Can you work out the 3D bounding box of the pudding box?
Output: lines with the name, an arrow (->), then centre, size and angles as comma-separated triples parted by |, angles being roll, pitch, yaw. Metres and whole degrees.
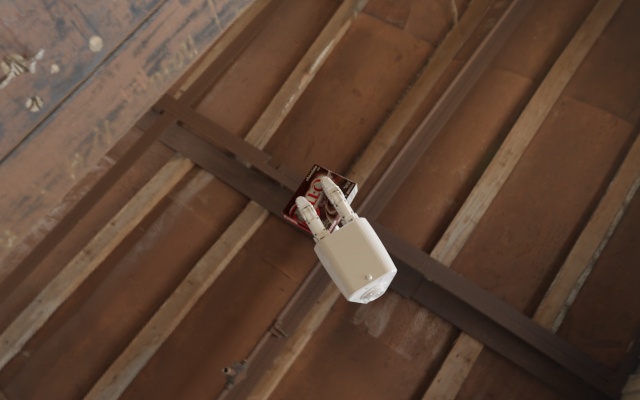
pudding box -> 0.000, 0.003, 0.843 | 0.090, 0.113, 0.039 | 27, -18, 20
